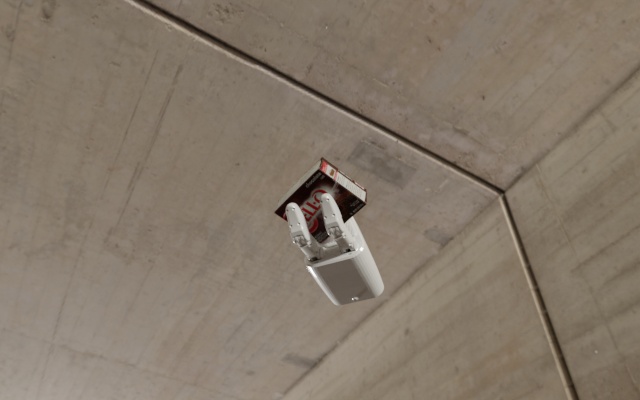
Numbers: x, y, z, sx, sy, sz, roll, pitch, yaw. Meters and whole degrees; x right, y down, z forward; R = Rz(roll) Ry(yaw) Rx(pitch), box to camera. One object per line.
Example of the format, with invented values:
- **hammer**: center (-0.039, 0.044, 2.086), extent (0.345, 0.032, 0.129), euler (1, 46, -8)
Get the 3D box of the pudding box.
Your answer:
- **pudding box**: center (0.000, 0.002, 0.707), extent (0.090, 0.113, 0.039), euler (35, 33, -18)
